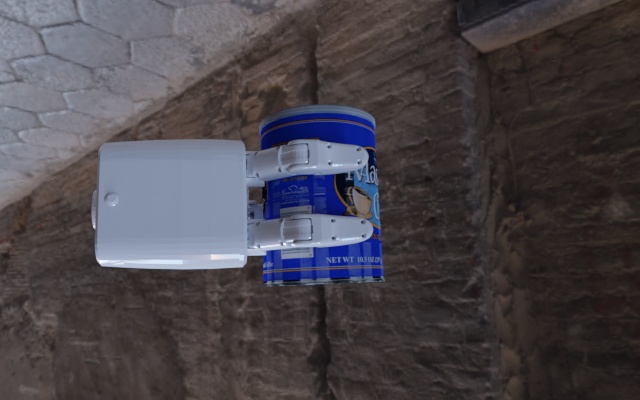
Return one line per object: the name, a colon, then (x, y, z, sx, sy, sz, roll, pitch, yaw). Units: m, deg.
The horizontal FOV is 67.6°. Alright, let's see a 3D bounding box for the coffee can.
coffee can: (0.000, 0.001, 0.414, 0.103, 0.140, 0.103, -2, -10, 0)
